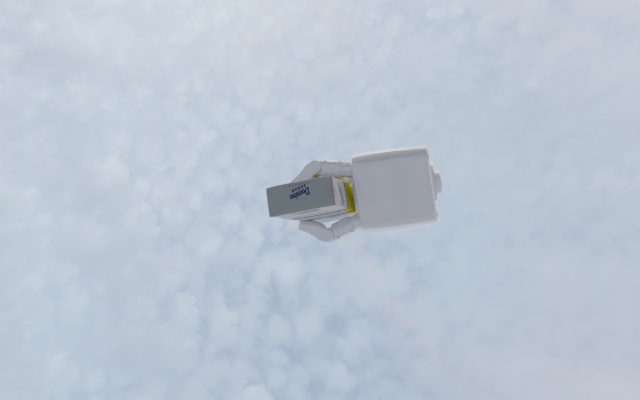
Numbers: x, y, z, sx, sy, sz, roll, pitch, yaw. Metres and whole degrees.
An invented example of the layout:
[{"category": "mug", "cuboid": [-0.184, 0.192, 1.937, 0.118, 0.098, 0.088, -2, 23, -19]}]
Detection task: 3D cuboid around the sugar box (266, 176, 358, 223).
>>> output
[{"category": "sugar box", "cuboid": [0.000, 0.002, 0.687, 0.093, 0.048, 0.176, -11, -11, 16]}]
